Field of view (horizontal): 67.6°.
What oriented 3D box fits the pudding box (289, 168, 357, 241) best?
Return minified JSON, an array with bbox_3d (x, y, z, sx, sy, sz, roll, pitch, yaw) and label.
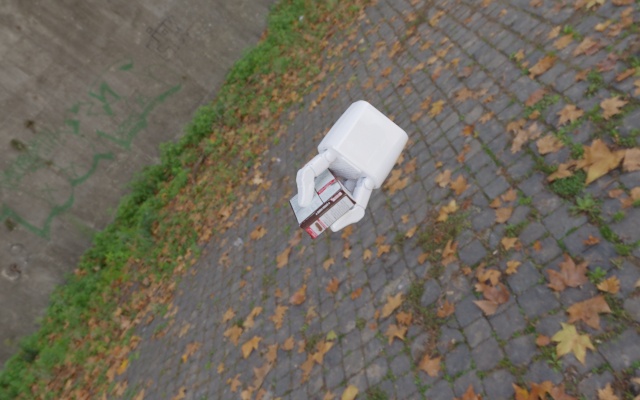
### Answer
[{"bbox_3d":[0.000,0.002,0.761,0.090,0.039,0.113,-41,21,5],"label":"pudding box"}]
